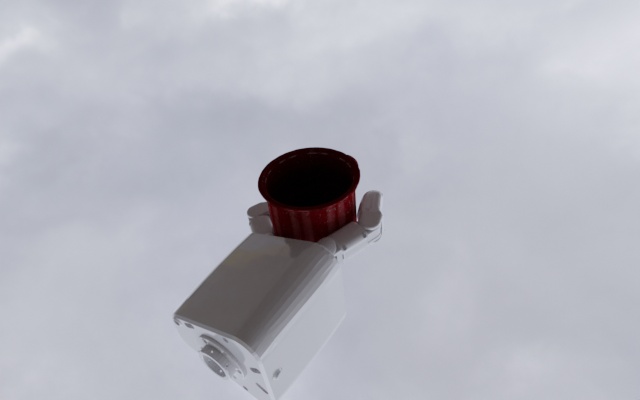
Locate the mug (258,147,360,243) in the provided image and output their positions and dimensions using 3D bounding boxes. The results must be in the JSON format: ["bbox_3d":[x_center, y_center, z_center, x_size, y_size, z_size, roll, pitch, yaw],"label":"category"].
[{"bbox_3d":[0.001,0.001,0.464,0.093,0.082,0.117,21,48,29],"label":"mug"}]
